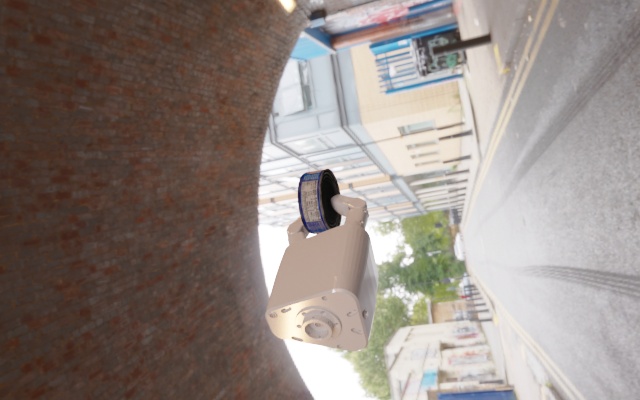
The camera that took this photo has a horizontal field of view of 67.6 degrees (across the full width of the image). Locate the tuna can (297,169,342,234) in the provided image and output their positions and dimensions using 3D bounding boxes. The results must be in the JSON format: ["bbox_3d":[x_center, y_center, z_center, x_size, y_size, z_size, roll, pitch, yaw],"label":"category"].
[{"bbox_3d":[0.000,0.002,0.635,0.034,0.086,0.086,-7,-2,19],"label":"tuna can"}]
